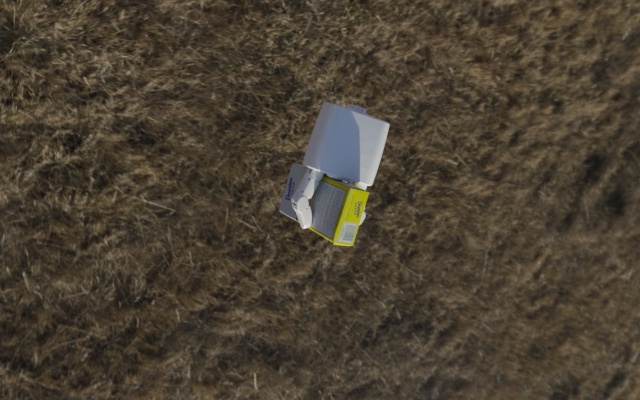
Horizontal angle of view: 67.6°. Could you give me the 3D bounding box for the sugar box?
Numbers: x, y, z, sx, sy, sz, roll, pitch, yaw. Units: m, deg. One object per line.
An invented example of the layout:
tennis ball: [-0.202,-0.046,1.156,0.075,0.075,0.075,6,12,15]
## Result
sugar box: [0.001,0.003,0.798,0.048,0.093,0.176,11,10,-35]
